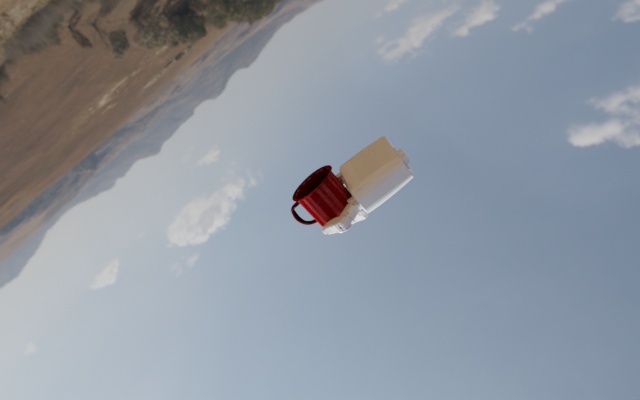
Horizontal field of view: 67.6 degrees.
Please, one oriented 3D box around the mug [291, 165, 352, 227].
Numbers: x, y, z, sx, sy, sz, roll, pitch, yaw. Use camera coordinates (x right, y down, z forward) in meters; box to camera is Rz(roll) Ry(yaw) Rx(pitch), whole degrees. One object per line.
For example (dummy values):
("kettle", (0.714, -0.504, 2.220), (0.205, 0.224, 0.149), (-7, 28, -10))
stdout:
("mug", (-0.001, 0.004, 0.878), (0.117, 0.081, 0.093), (-37, 19, 14))
